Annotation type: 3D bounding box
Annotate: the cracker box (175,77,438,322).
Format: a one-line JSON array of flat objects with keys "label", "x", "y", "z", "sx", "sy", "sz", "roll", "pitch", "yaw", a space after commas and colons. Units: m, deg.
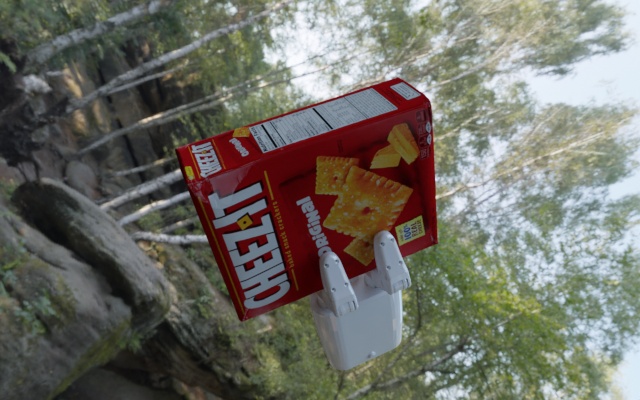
[{"label": "cracker box", "x": 0.000, "y": 0.001, "z": 0.440, "sx": 0.213, "sy": 0.164, "sz": 0.072, "roll": -20, "pitch": 37, "yaw": -12}]
